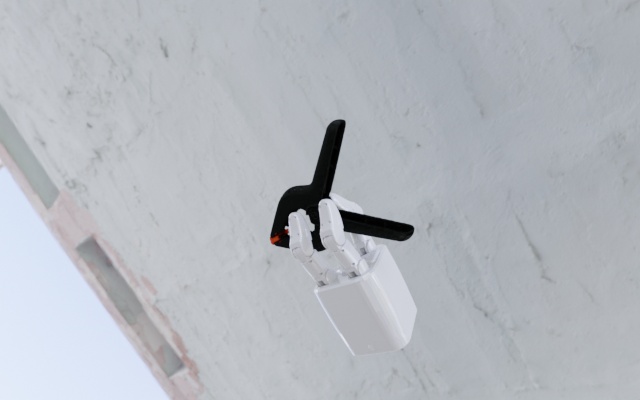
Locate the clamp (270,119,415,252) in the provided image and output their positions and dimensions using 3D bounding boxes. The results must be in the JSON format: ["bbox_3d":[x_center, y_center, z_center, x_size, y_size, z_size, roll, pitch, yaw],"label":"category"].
[{"bbox_3d":[0.000,0.002,0.617,0.210,0.164,0.036,-24,5,40],"label":"clamp"}]
